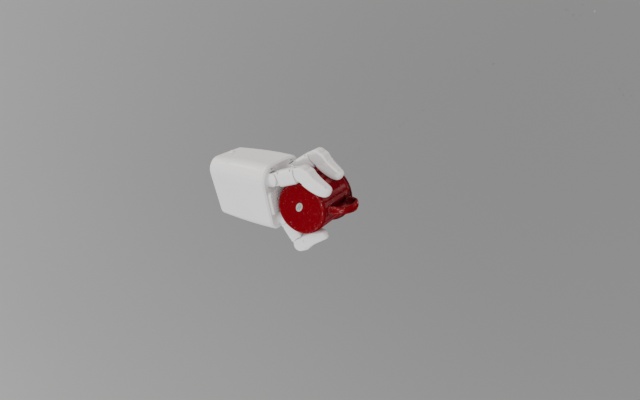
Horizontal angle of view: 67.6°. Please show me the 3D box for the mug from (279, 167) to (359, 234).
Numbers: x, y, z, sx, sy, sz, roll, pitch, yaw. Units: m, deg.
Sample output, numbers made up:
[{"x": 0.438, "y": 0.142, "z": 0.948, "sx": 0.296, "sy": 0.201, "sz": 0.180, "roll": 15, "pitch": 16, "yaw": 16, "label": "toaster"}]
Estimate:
[{"x": 0.001, "y": 0.003, "z": 0.724, "sx": 0.117, "sy": 0.093, "sz": 0.081, "roll": 13, "pitch": 25, "yaw": 27, "label": "mug"}]
